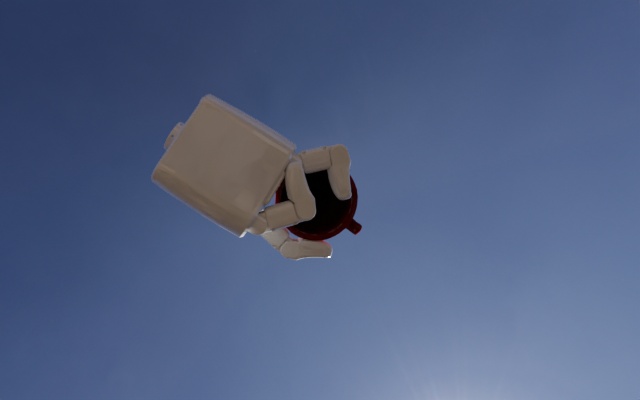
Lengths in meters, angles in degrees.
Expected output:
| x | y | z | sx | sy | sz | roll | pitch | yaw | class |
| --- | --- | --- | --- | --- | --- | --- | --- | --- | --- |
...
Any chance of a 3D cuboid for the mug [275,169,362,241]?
| x | y | z | sx | sy | sz | roll | pitch | yaw | class |
| --- | --- | --- | --- | --- | --- | --- | --- | --- | --- |
| 0.001 | 0.003 | 0.570 | 0.117 | 0.093 | 0.081 | 34 | 0 | -10 | mug |
